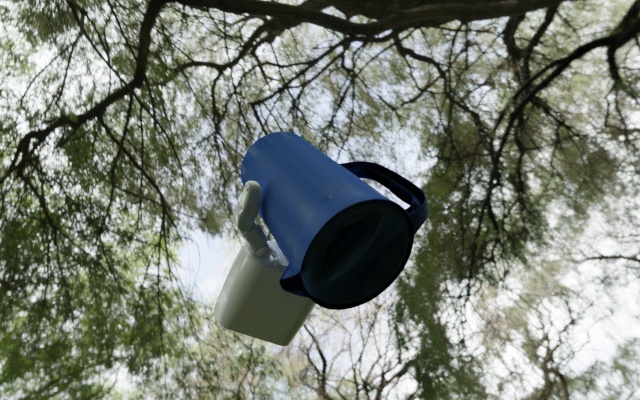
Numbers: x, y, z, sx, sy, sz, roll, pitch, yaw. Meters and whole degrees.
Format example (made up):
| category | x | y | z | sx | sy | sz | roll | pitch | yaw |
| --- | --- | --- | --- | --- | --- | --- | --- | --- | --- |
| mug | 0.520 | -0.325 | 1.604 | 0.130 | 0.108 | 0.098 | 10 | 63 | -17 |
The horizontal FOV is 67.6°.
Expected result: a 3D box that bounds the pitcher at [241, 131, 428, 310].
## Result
| category | x | y | z | sx | sy | sz | roll | pitch | yaw |
| --- | --- | --- | --- | --- | --- | --- | --- | --- | --- |
| pitcher | 0.000 | 0.002 | 0.575 | 0.149 | 0.145 | 0.242 | 15 | 19 | -35 |
